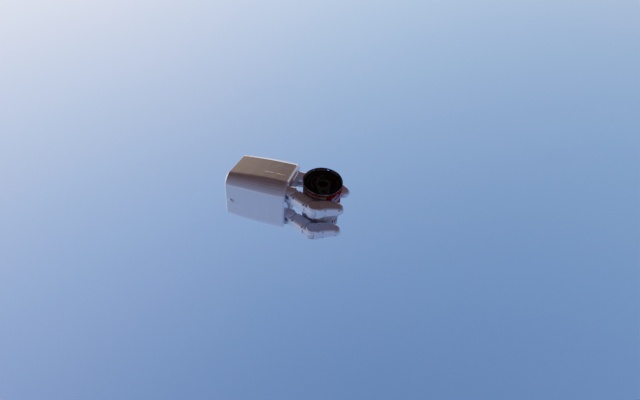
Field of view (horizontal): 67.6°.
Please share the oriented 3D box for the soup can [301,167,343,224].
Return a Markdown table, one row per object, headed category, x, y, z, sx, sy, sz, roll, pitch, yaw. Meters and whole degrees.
| category | x | y | z | sx | sy | sz | roll | pitch | yaw |
| --- | --- | --- | --- | --- | --- | --- | --- | --- | --- |
| soup can | 0.001 | 0.003 | 0.833 | 0.068 | 0.068 | 0.102 | 0 | -44 | -6 |
